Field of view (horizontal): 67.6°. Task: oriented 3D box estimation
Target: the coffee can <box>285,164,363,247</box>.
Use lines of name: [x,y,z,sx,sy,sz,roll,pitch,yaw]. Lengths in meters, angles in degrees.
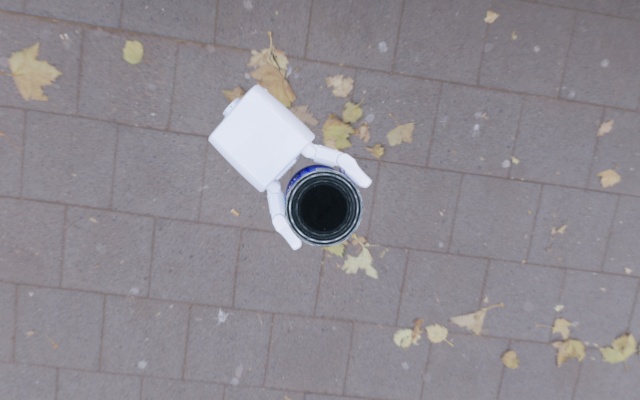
coffee can: [0.000,0.002,0.687,0.103,0.103,0.140,0,7,-4]
